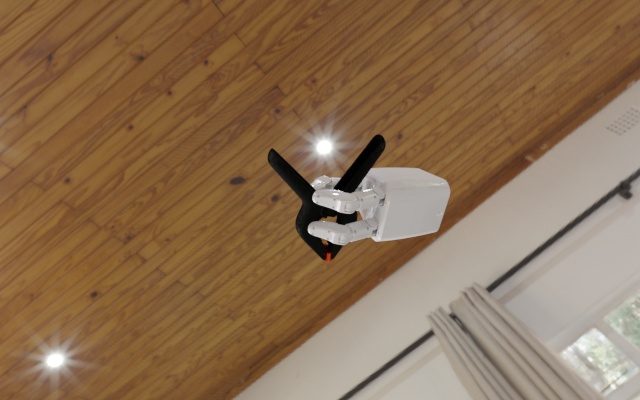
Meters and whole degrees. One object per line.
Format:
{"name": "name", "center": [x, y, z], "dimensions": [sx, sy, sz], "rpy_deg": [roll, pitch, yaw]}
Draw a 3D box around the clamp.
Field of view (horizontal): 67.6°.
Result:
{"name": "clamp", "center": [0.000, 0.002, 0.691], "dimensions": [0.164, 0.210, 0.036], "rpy_deg": [-3, 34, -17]}
